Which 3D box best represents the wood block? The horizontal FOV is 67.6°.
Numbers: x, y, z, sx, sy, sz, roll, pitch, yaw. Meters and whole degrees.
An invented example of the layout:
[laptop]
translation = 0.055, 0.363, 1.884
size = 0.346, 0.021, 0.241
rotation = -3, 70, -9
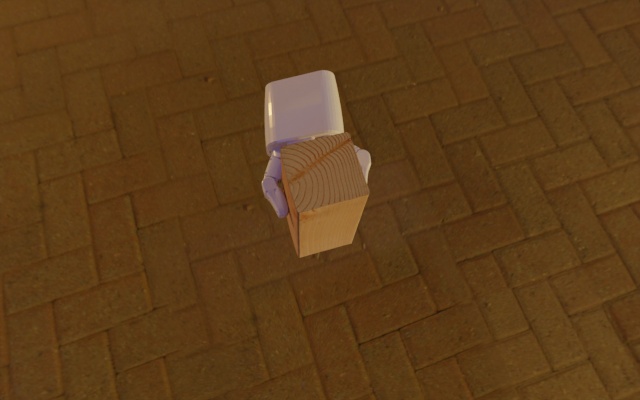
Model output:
[wood block]
translation = 0.000, 0.002, 0.662
size = 0.091, 0.090, 0.206
rotation = -14, -20, -7
